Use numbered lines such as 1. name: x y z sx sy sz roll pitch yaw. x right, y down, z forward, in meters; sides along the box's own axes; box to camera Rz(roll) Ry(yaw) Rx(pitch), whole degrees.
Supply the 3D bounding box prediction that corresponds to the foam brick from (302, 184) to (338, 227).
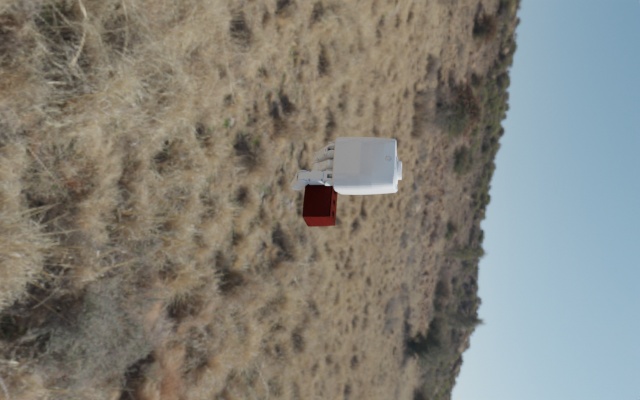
1. foam brick: 0.000 0.003 0.859 0.051 0.078 0.053 0 -21 11
